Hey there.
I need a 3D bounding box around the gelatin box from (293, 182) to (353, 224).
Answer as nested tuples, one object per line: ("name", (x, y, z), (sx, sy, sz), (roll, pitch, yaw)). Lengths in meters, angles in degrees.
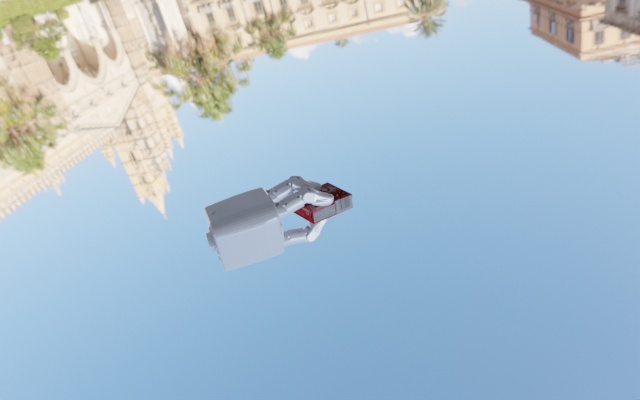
("gelatin box", (0.000, 0.003, 0.833), (0.089, 0.030, 0.073), (-22, 30, -28))
